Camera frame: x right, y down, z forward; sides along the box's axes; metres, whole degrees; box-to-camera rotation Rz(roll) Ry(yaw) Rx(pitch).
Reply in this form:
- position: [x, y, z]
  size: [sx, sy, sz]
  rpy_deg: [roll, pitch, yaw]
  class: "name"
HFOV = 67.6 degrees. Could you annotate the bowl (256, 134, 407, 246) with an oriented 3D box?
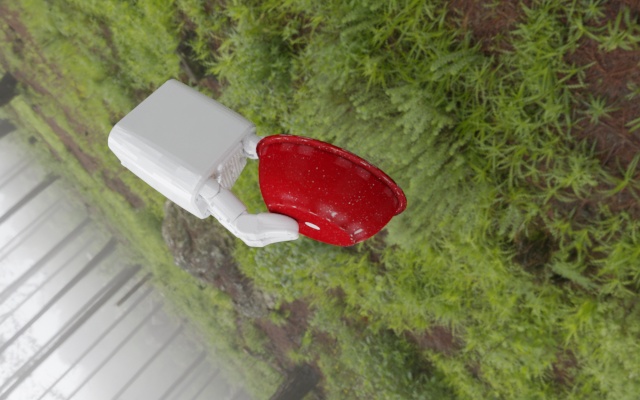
- position: [0.001, 0.002, 0.471]
  size: [0.162, 0.055, 0.162]
  rpy_deg: [20, -18, 7]
  class: "bowl"
